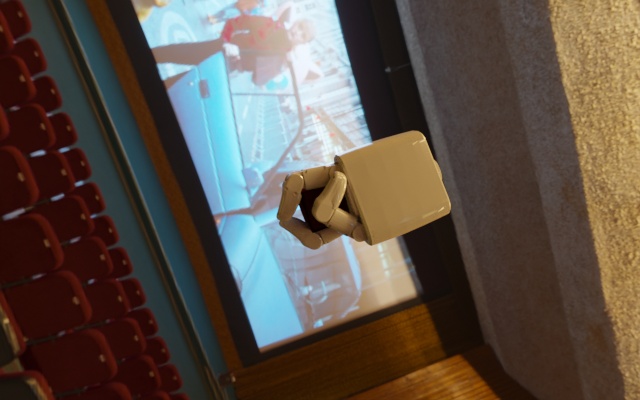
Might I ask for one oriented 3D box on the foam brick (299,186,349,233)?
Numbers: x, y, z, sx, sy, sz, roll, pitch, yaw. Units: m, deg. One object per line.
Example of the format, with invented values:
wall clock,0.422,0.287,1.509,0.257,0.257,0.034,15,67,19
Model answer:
foam brick,0.000,0.002,0.606,0.051,0.053,0.078,-20,13,-6
